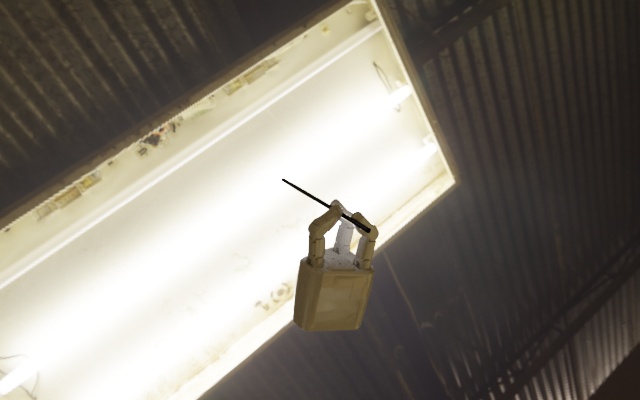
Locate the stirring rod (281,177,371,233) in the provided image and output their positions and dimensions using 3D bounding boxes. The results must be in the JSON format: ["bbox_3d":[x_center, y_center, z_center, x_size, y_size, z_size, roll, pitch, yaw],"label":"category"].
[{"bbox_3d":[0.000,0.003,0.757,0.011,0.011,0.239,0,19,-36],"label":"stirring rod"}]
